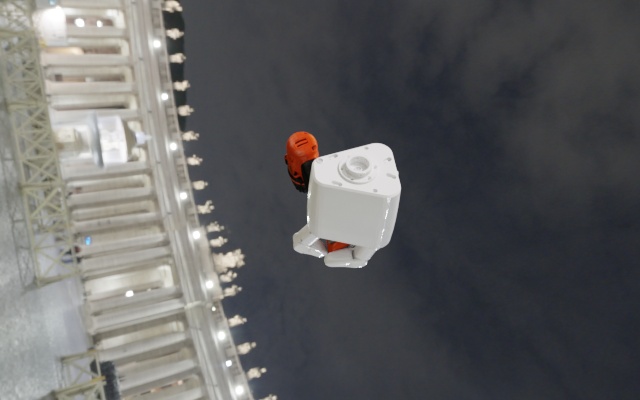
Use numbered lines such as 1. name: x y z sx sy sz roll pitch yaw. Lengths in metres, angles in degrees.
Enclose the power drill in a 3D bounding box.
1. power drill: 0.000 0.003 0.759 0.057 0.187 0.184 -26 -17 -6
